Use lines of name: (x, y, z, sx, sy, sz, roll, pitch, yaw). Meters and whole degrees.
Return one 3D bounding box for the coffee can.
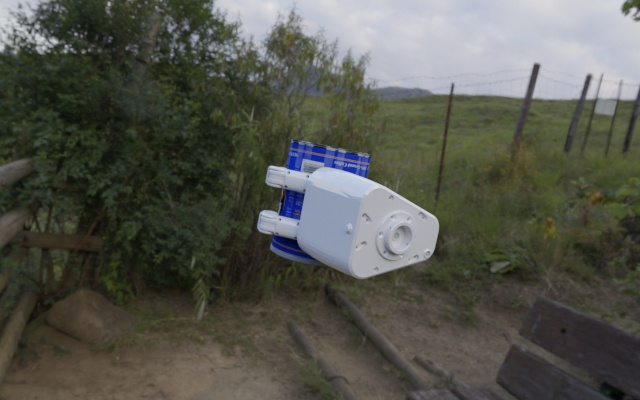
coffee can: (0.000, 0.002, 0.599, 0.103, 0.140, 0.103, 11, 6, -1)
